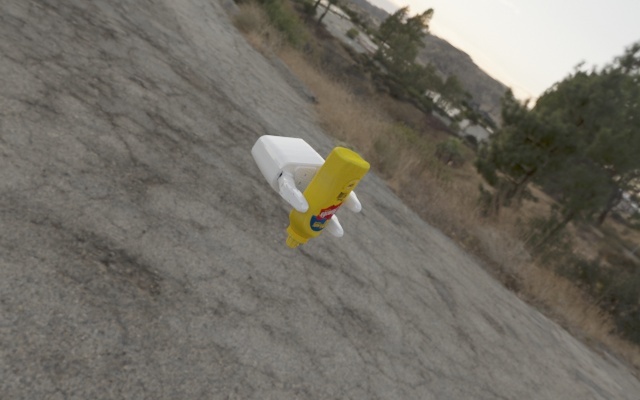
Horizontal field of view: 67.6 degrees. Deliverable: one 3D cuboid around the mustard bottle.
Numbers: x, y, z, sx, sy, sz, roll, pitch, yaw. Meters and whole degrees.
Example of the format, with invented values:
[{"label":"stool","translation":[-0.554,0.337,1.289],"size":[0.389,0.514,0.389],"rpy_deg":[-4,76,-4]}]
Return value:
[{"label":"mustard bottle","translation":[0.000,0.003,0.798],"size":[0.058,0.192,0.096],"rpy_deg":[42,18,19]}]
